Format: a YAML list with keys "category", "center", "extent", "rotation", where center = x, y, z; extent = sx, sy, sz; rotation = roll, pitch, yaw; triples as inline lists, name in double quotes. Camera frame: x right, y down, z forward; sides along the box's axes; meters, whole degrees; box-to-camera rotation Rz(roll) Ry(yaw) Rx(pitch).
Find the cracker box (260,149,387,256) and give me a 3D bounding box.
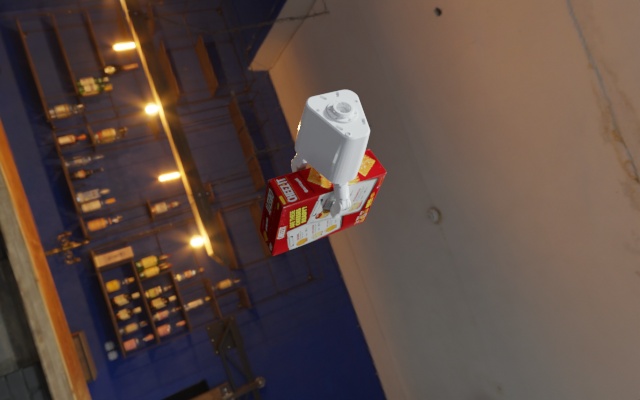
- category: "cracker box"
  center: [0.000, 0.003, 0.894]
  extent: [0.213, 0.072, 0.164]
  rotation: [-18, -30, -25]
